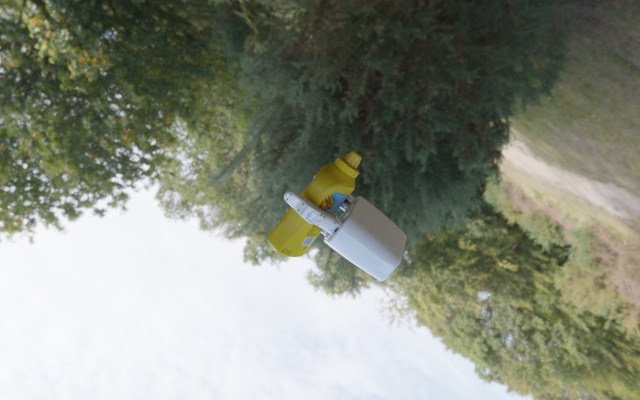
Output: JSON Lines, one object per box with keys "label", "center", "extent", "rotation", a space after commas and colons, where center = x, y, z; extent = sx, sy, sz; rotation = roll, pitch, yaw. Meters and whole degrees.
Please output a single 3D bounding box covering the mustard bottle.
{"label": "mustard bottle", "center": [0.000, 0.002, 0.755], "extent": [0.058, 0.192, 0.096], "rotation": [43, 14, 22]}
